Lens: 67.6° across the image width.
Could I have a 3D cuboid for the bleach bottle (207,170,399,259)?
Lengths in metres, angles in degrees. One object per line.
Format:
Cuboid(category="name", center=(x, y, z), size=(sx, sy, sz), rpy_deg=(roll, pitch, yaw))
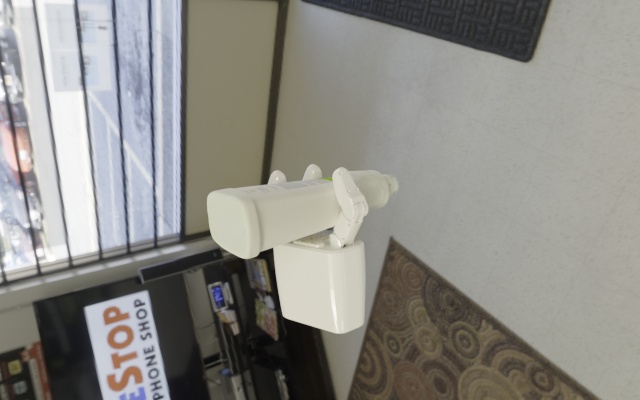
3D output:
Cuboid(category="bleach bottle", center=(0.000, 0.002, 0.572), size=(0.251, 0.068, 0.102), rpy_deg=(-12, 15, -34))
